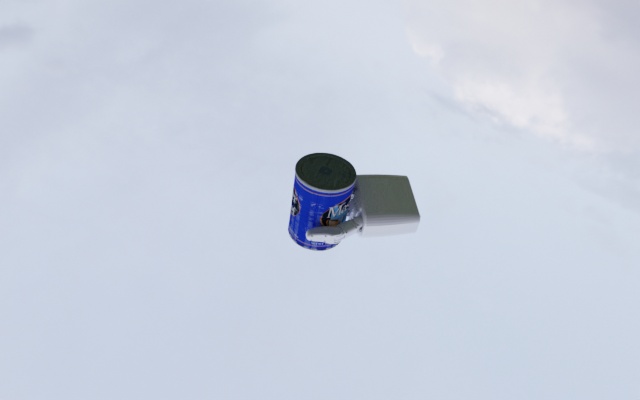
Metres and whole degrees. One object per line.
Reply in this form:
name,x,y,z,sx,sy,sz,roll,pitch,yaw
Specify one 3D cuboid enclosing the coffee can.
coffee can,0.000,0.003,0.830,0.103,0.140,0.102,6,40,-5
